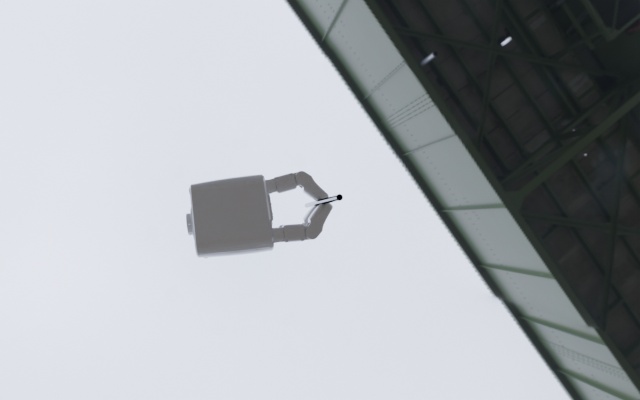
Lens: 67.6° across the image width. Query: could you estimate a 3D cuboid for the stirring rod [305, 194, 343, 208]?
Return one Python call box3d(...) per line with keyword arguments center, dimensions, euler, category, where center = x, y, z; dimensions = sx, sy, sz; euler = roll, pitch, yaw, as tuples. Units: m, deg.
box3d(center=(0.000, 0.002, 0.700), dimensions=(0.011, 0.011, 0.239), euler=(0, -3, -11), category="stirring rod")
